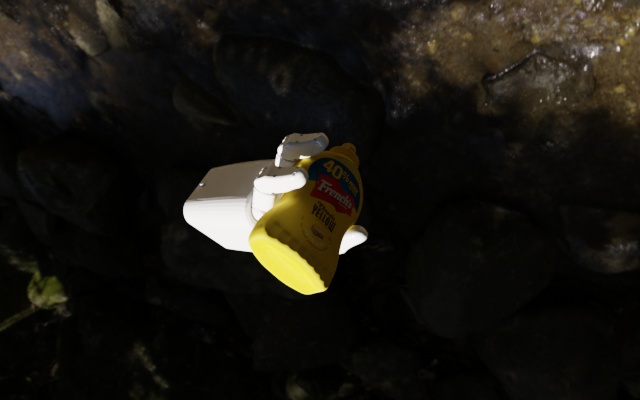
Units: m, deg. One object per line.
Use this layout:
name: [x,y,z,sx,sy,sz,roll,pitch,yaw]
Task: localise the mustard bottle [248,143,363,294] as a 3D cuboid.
mustard bottle: [0.000,0.002,0.534,0.096,0.191,0.058,44,-41,-20]
